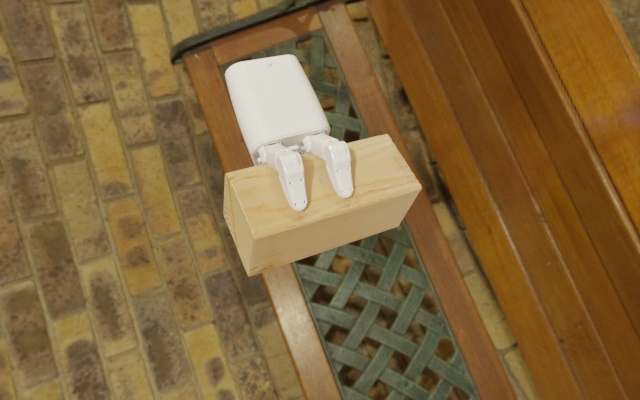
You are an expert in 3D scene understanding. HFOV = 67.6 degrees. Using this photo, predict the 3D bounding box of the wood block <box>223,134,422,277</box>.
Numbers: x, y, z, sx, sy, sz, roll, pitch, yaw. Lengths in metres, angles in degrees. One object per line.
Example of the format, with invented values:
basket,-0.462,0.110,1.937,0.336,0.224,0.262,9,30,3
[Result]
wood block,0.000,0.002,0.562,0.206,0.090,0.091,-16,-28,-22
